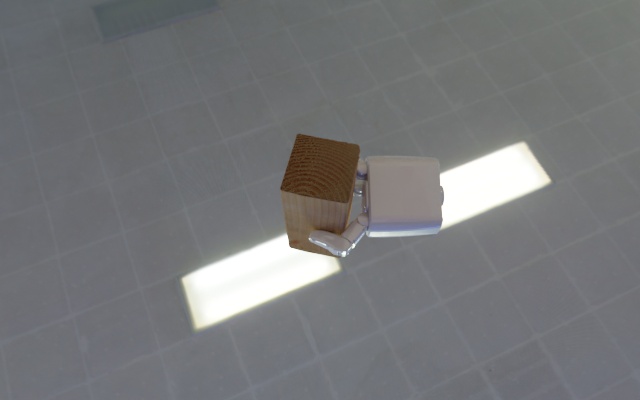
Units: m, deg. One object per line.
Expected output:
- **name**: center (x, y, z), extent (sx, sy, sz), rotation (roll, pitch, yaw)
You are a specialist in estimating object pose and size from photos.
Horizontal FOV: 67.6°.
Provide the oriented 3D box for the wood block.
- **wood block**: center (0.000, 0.003, 0.705), extent (0.090, 0.090, 0.206), rotation (11, -26, 5)
